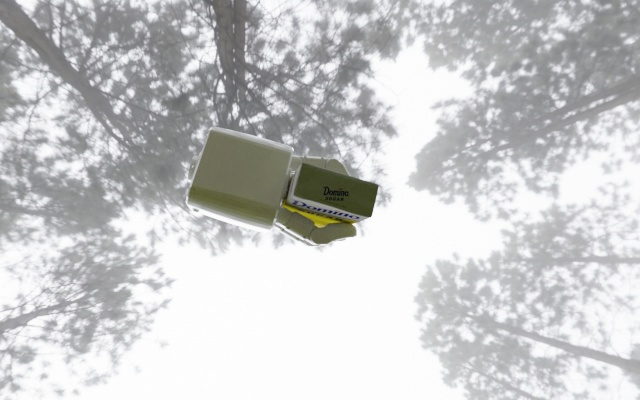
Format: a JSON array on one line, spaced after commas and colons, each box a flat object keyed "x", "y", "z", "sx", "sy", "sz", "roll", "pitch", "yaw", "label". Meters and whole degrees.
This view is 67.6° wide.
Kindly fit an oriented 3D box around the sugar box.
[{"x": 0.000, "y": 0.002, "z": 0.601, "sx": 0.093, "sy": 0.048, "sz": 0.176, "roll": 16, "pitch": -9, "yaw": -9, "label": "sugar box"}]
